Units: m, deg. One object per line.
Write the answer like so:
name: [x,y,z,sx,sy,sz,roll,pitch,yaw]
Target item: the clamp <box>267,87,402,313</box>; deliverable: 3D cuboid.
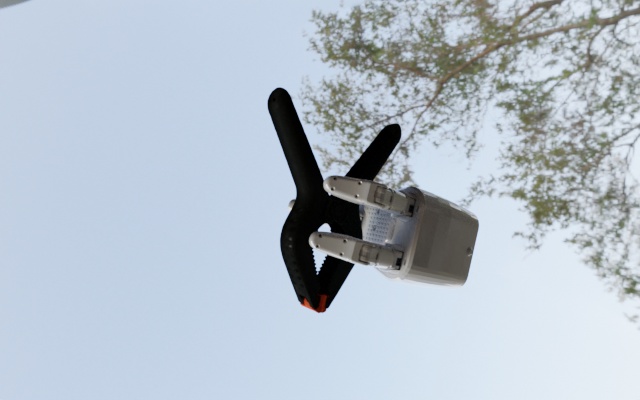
clamp: [0.000,0.002,0.465,0.164,0.210,0.036,17,-5,-37]
